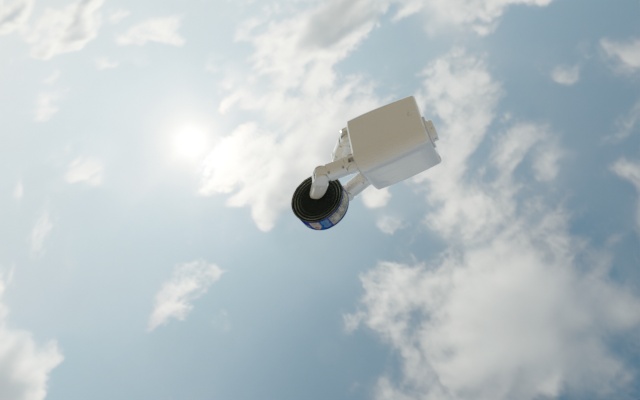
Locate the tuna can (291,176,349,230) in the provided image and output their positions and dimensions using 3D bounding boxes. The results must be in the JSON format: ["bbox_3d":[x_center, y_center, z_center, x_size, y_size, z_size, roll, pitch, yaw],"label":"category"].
[{"bbox_3d":[0.000,0.003,0.739,0.086,0.086,0.034,0,-29,27],"label":"tuna can"}]
